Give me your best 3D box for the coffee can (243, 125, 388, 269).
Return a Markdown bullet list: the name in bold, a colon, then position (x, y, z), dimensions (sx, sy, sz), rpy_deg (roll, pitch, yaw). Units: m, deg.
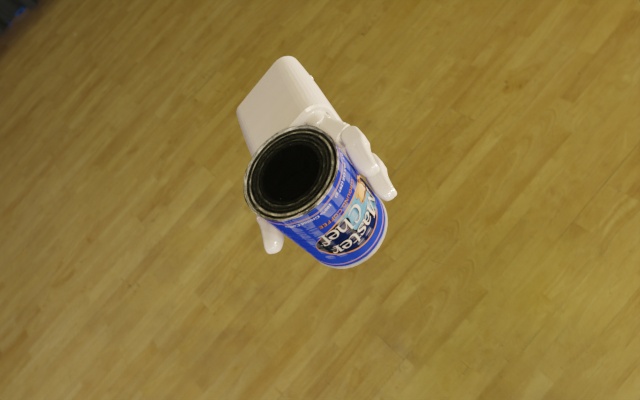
- **coffee can**: position (0.000, 0.002, 0.503), dimensions (0.103, 0.102, 0.140), rpy_deg (0, -25, 28)
